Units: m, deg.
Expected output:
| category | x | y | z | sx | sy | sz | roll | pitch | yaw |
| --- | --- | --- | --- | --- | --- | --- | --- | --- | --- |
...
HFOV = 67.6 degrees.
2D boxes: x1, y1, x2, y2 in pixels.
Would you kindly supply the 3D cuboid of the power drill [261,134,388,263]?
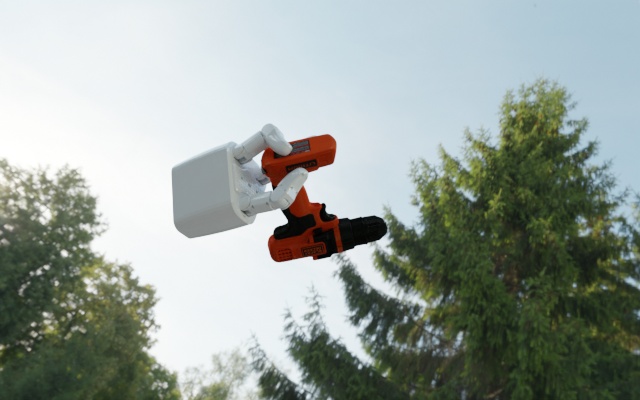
| category | x | y | z | sx | sy | sz | roll | pitch | yaw |
| --- | --- | --- | --- | --- | --- | --- | --- | --- | --- |
| power drill | 0.000 | 0.002 | 0.689 | 0.184 | 0.188 | 0.057 | -13 | 32 | -2 |
